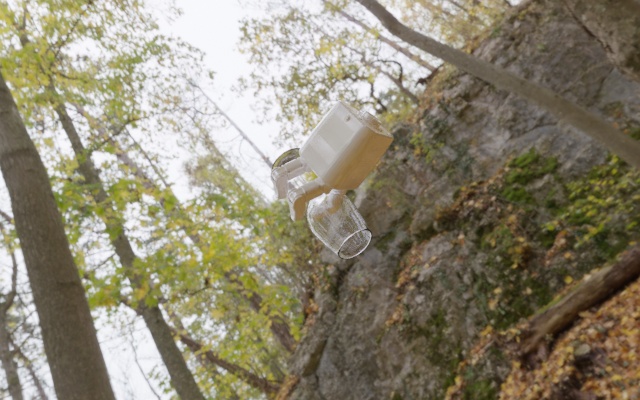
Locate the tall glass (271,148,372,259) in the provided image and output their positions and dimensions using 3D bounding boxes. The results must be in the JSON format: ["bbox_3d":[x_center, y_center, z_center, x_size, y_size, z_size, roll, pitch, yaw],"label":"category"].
[{"bbox_3d":[0.000,0.002,0.765,0.079,0.079,0.201,0,40,-43],"label":"tall glass"}]
